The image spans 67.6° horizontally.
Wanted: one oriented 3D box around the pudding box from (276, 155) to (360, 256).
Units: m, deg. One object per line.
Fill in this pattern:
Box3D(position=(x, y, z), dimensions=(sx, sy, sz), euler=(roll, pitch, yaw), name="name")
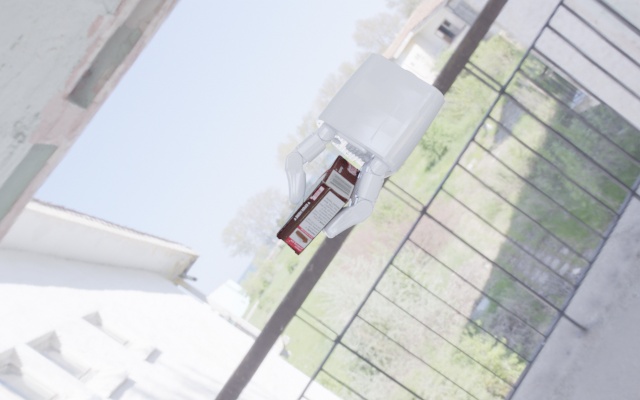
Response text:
Box3D(position=(0.000, 0.002, 0.558), dimensions=(0.039, 0.090, 0.113), euler=(39, 22, -2), name="pudding box")
